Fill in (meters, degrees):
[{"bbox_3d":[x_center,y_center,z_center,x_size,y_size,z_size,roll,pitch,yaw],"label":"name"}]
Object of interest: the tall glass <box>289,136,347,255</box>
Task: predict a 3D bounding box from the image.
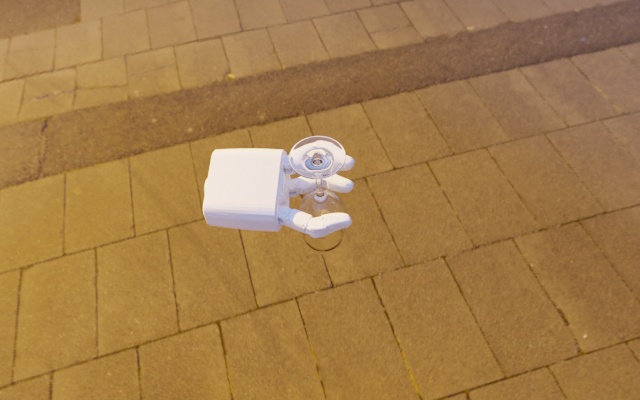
[{"bbox_3d":[0.000,0.002,0.695,0.079,0.079,0.201,0,-36,4],"label":"tall glass"}]
